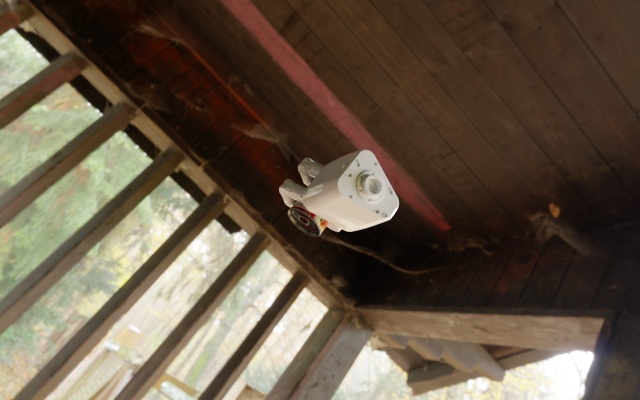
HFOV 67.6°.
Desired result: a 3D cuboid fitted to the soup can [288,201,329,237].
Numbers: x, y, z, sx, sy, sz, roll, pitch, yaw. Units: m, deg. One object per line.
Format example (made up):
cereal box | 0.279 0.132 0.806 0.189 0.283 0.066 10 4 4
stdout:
soup can | 0.000 0.003 0.825 0.068 0.068 0.102 0 44 52
